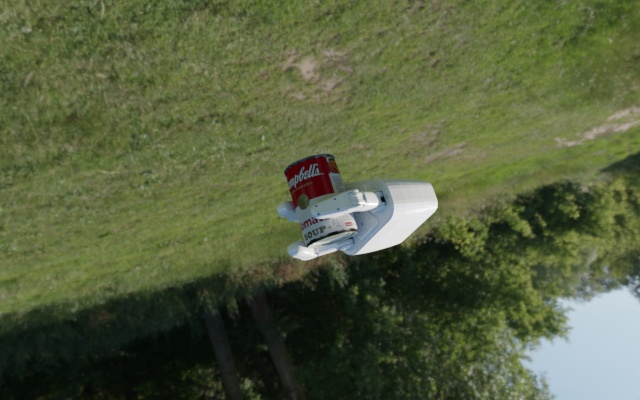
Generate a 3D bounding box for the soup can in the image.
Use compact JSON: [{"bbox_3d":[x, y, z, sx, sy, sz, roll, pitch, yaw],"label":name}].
[{"bbox_3d":[0.000,0.002,0.596,0.068,0.102,0.068,-16,-13,-4],"label":"soup can"}]
